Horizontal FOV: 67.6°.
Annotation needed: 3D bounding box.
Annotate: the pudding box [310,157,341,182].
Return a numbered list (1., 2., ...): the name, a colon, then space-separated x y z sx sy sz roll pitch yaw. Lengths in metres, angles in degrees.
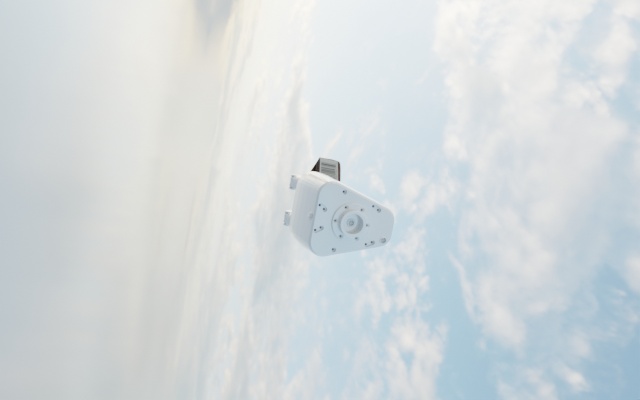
1. pudding box: 0.000 0.002 0.751 0.039 0.113 0.090 10 -23 -15
